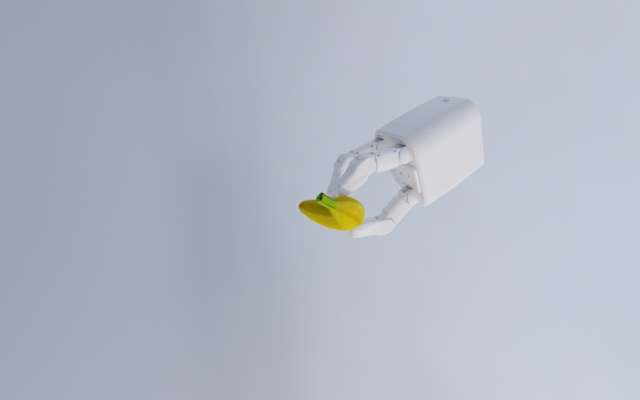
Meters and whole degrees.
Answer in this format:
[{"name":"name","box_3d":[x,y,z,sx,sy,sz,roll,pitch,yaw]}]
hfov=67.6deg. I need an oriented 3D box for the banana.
[{"name":"banana","box_3d":[0.016,0.012,0.606,0.069,0.037,0.198,34,-9,-5]}]
